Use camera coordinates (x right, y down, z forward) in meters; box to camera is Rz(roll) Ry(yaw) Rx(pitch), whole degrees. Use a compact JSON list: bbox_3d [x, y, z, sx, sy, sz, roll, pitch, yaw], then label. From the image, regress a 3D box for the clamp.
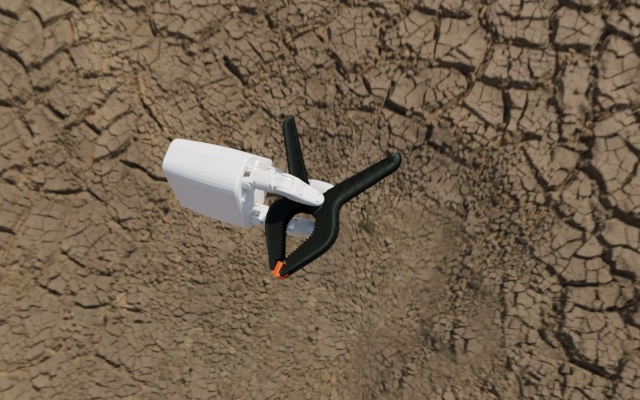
[{"bbox_3d":[0.000,0.002,0.594,0.164,0.210,0.036,15,-14,15],"label":"clamp"}]
